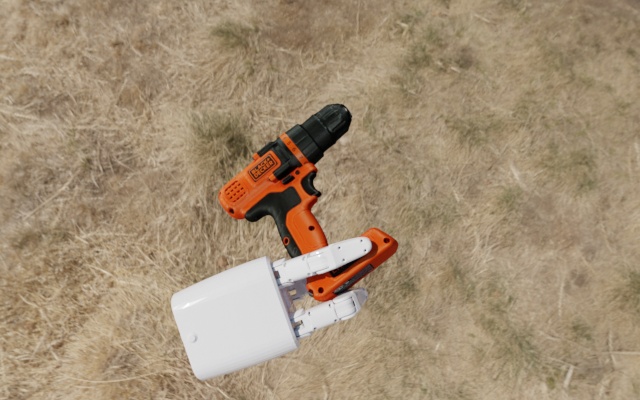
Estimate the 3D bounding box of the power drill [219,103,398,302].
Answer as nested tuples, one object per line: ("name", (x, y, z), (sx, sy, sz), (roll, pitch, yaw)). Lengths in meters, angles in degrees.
("power drill", (0.000, 0.002, 0.533), (0.184, 0.187, 0.057), (-40, -22, 3))
